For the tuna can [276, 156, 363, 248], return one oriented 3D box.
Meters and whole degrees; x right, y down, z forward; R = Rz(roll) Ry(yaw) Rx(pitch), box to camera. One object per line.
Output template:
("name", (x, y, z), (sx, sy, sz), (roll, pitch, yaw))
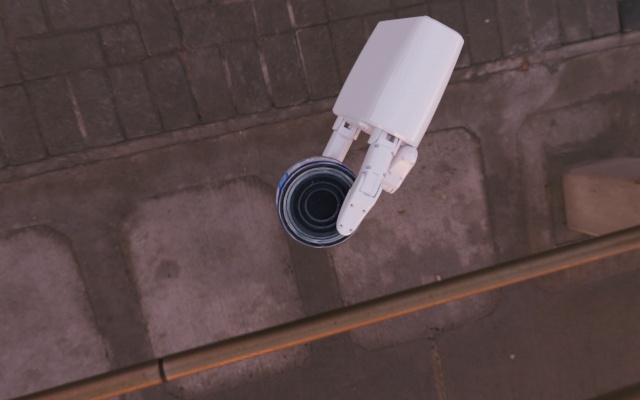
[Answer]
("tuna can", (0.000, 0.002, 0.460), (0.086, 0.086, 0.033), (0, 13, -7))
